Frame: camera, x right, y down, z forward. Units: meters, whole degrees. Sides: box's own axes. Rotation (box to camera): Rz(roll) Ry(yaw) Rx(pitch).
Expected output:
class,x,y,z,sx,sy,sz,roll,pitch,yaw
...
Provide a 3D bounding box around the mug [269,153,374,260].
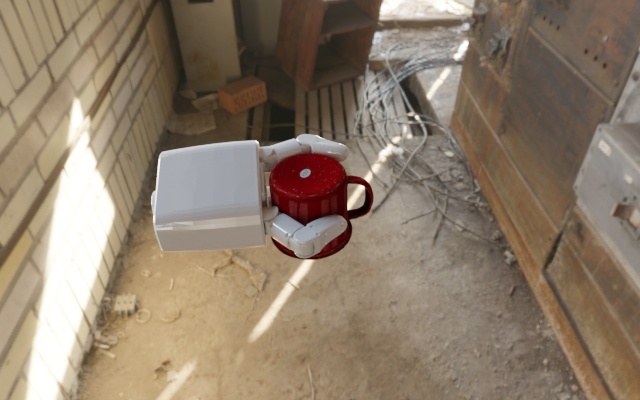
class,x,y,z,sx,sy,sz,roll,pitch,yaw
mug,0.002,0.001,0.516,0.117,0.082,0.093,-6,40,-4
